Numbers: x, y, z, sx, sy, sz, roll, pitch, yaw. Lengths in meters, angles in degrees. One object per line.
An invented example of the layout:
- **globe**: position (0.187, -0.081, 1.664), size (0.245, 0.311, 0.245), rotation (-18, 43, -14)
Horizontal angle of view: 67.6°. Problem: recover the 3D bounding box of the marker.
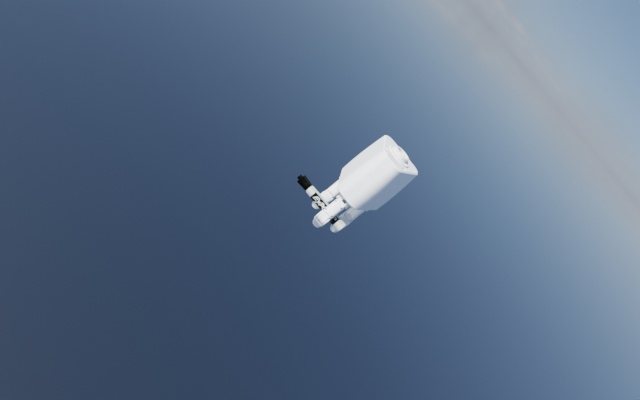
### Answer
- **marker**: position (0.000, 0.003, 0.850), size (0.020, 0.121, 0.020), rotation (-39, -2, -2)
